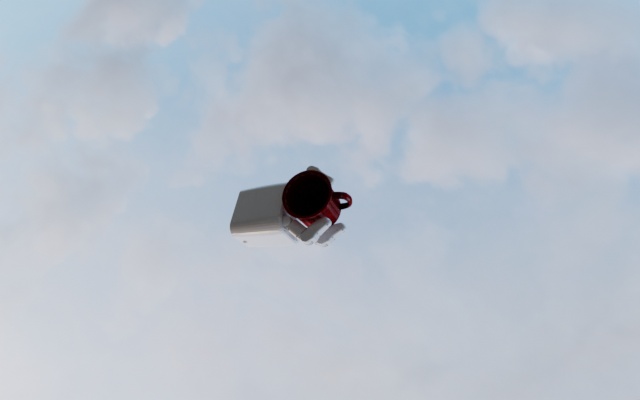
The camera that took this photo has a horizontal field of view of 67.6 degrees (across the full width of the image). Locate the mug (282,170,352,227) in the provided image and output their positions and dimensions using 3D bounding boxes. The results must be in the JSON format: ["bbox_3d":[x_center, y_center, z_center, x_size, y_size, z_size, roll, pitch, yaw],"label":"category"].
[{"bbox_3d":[0.002,0.003,0.856,0.117,0.093,0.081,-7,-25,18],"label":"mug"}]
